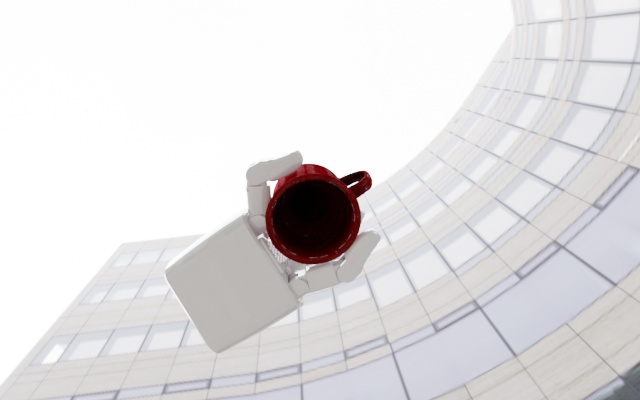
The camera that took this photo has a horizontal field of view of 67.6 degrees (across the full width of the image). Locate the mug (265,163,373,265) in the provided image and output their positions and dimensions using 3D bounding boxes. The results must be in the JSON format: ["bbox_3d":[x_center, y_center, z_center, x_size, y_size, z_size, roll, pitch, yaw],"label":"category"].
[{"bbox_3d":[0.001,0.001,0.497,0.117,0.093,0.081,-32,17,5],"label":"mug"}]
